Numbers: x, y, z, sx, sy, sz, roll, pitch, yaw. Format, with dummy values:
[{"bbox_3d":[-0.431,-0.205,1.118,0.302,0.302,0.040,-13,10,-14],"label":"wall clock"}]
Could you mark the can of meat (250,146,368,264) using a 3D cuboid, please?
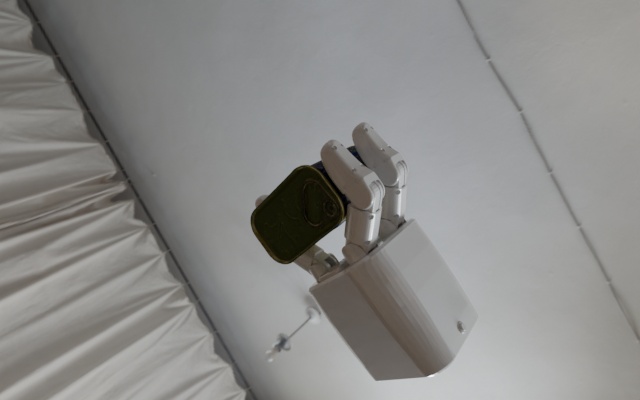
[{"bbox_3d":[0.000,0.001,0.428,0.102,0.057,0.084,-42,-8,40],"label":"can of meat"}]
